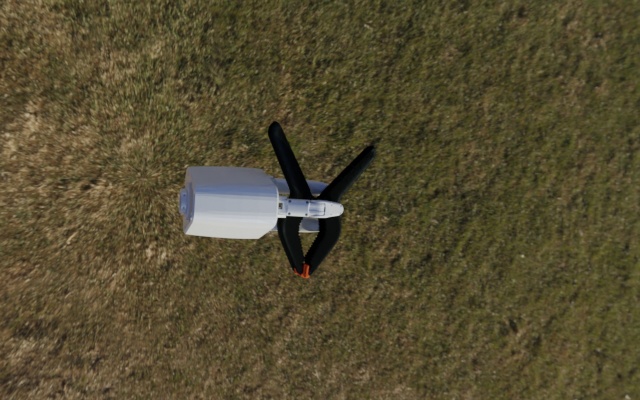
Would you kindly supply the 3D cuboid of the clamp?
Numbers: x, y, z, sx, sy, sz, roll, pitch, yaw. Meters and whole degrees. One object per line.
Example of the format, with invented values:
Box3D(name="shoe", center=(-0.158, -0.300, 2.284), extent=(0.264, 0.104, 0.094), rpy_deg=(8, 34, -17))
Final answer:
Box3D(name="clamp", center=(0.000, 0.003, 0.670), extent=(0.164, 0.210, 0.036), rpy_deg=(3, 1, -23))
